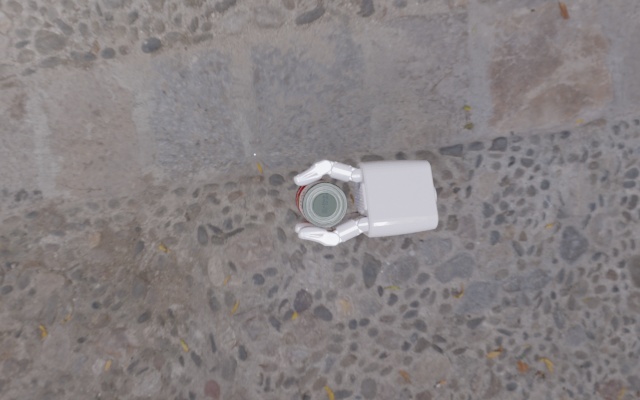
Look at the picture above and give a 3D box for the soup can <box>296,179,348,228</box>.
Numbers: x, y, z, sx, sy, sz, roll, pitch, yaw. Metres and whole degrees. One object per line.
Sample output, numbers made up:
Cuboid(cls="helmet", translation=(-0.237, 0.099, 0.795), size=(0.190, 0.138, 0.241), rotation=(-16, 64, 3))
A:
Cuboid(cls="soup can", translation=(0.000, 0.002, 0.727), size=(0.068, 0.068, 0.102), rotation=(0, 5, -8))
